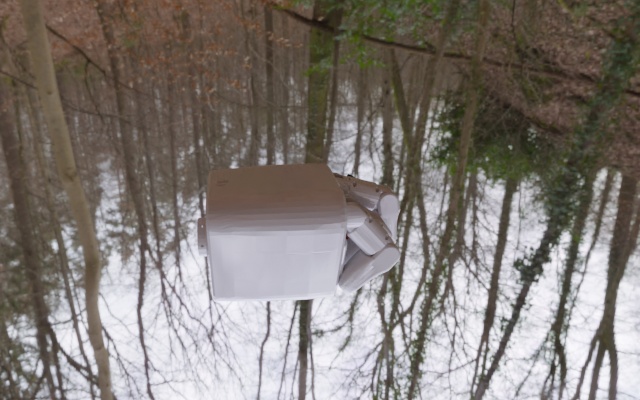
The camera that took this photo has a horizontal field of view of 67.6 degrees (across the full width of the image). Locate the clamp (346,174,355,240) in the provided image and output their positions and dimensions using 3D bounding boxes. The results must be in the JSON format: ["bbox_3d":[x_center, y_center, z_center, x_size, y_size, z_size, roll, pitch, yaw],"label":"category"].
[{"bbox_3d":[0.000,0.002,0.510,0.120,0.039,0.171,0,19,-11],"label":"clamp"}]
